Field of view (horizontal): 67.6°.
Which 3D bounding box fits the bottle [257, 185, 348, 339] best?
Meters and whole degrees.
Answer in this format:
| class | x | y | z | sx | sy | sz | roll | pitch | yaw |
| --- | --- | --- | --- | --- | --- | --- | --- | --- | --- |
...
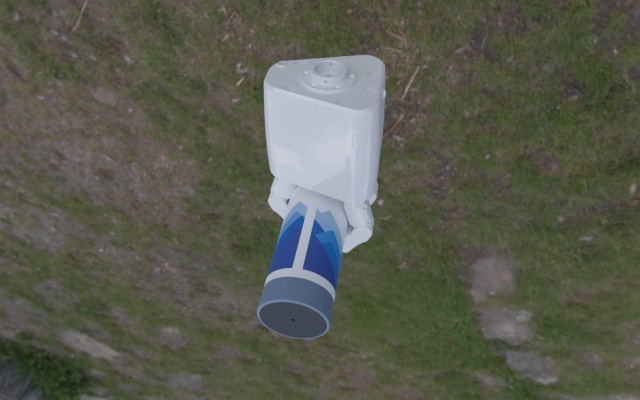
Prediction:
| class | x | y | z | sx | sy | sz | roll | pitch | yaw |
| --- | --- | --- | --- | --- | --- | --- | --- | --- | --- |
| bottle | 0.000 | 0.002 | 0.524 | 0.069 | 0.295 | 0.069 | 7 | -43 | 7 |
